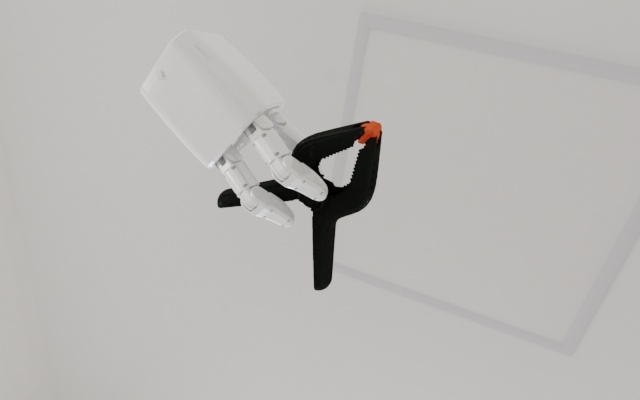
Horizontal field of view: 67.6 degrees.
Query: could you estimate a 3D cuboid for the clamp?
[{"bbox_3d":[0.001,0.001,0.512,0.210,0.164,0.036,-40,8,34],"label":"clamp"}]
